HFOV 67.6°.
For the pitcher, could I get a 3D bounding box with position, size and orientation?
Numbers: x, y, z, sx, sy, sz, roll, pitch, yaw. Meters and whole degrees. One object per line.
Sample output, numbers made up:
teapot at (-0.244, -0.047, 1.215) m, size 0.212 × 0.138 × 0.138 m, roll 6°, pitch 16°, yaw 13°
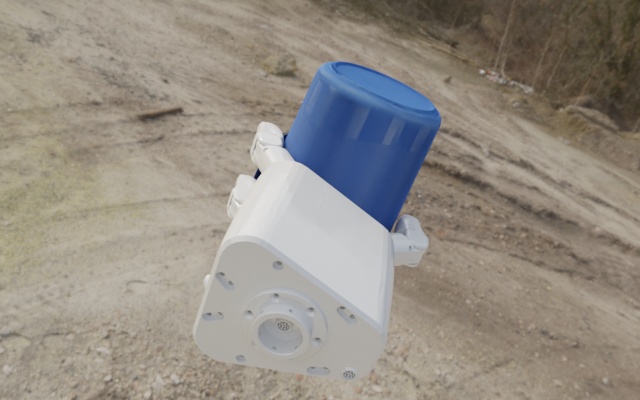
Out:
pitcher at (0.000, 0.002, 0.437) m, size 0.149 × 0.243 × 0.145 m, roll 23°, pitch 26°, yaw -1°
